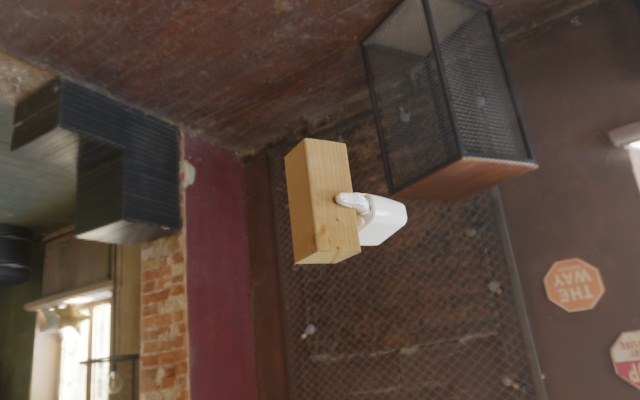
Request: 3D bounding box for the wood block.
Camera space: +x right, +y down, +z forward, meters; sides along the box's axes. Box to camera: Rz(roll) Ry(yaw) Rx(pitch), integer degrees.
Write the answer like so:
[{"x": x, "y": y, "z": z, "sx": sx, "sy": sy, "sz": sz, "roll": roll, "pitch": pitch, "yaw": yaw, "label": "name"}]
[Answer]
[{"x": 0.001, "y": 0.003, "z": 0.863, "sx": 0.090, "sy": 0.206, "sz": 0.091, "roll": 4, "pitch": -21, "yaw": -30, "label": "wood block"}]
